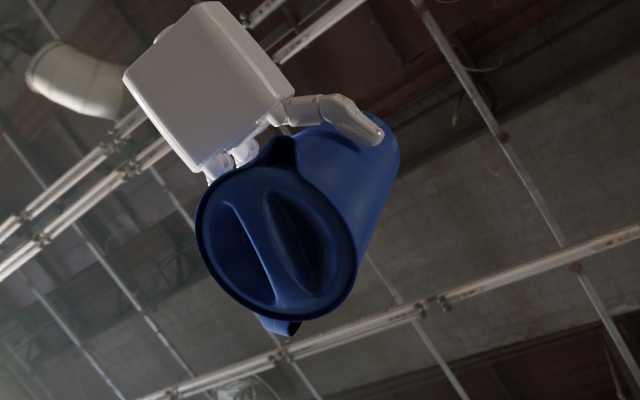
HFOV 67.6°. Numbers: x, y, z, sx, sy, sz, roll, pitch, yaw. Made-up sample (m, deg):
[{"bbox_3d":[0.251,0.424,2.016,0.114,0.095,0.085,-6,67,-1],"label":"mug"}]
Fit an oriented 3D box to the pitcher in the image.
[{"bbox_3d":[0.000,0.001,0.459,0.149,0.145,0.242,-37,6,30],"label":"pitcher"}]
